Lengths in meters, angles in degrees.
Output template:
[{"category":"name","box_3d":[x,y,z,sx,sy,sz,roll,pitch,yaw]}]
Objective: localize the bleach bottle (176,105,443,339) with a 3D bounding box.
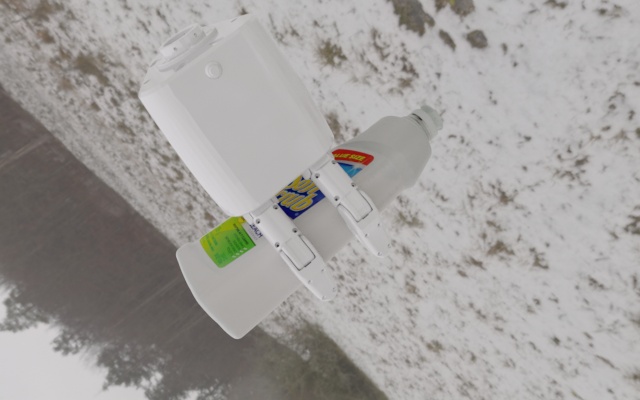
[{"category":"bleach bottle","box_3d":[0.000,0.001,0.414,0.251,0.068,0.102,-39,31,-9]}]
